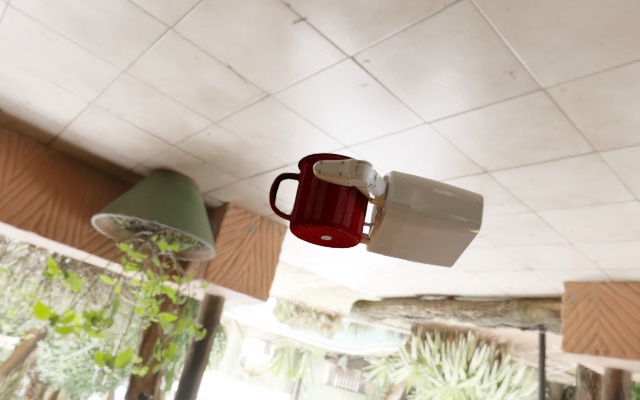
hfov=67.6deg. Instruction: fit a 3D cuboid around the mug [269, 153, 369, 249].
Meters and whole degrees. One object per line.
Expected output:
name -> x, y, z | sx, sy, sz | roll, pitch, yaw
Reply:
mug -> -0.001, 0.002, 0.533 | 0.117, 0.081, 0.093 | 12, -21, 1
